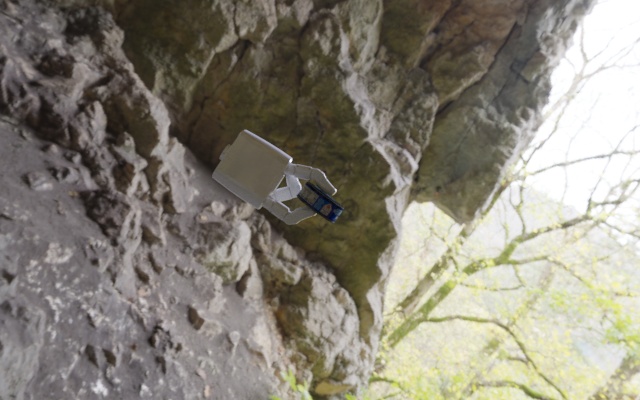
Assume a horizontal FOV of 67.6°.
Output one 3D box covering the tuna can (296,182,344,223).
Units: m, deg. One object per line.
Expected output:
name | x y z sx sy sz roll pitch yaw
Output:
tuna can | 0.001 0.002 0.873 0.086 0.034 0.086 36 5 -3
